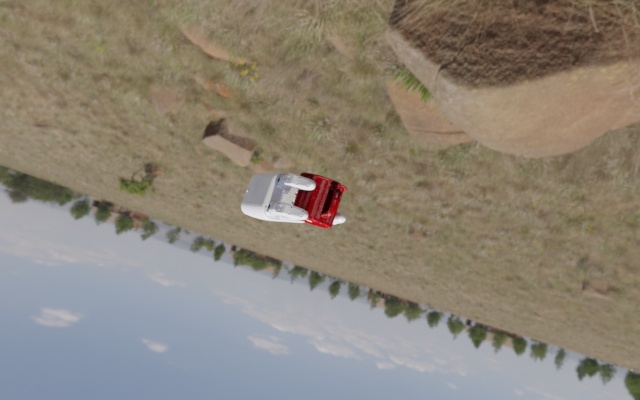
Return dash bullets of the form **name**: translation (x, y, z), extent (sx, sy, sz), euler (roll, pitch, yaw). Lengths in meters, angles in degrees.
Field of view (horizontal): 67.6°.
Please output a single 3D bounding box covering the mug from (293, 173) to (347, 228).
- **mug**: translation (0.001, 0.003, 0.881), extent (0.093, 0.081, 0.117), euler (23, -10, -31)
